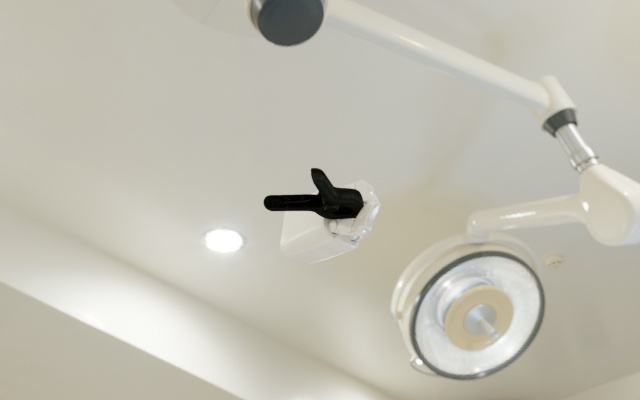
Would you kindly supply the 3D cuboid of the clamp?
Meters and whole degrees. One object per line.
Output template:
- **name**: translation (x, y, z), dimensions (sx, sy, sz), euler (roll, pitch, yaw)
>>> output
- **clamp**: translation (0.000, 0.002, 0.738), dimensions (0.120, 0.039, 0.171), euler (-17, -28, 34)
